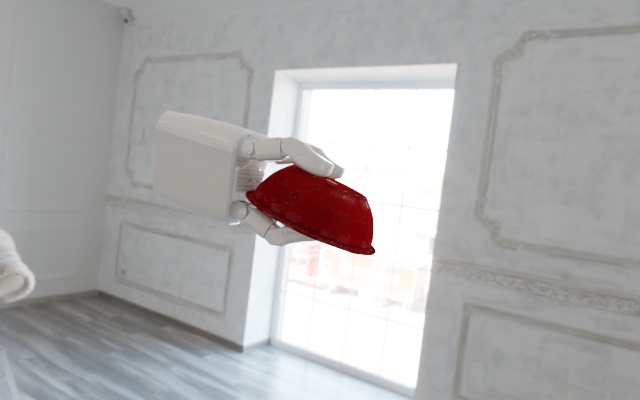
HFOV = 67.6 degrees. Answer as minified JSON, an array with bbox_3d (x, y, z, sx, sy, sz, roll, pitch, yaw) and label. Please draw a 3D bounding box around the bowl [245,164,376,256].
[{"bbox_3d":[0.001,0.002,0.540,0.162,0.055,0.162,25,7,-3],"label":"bowl"}]
